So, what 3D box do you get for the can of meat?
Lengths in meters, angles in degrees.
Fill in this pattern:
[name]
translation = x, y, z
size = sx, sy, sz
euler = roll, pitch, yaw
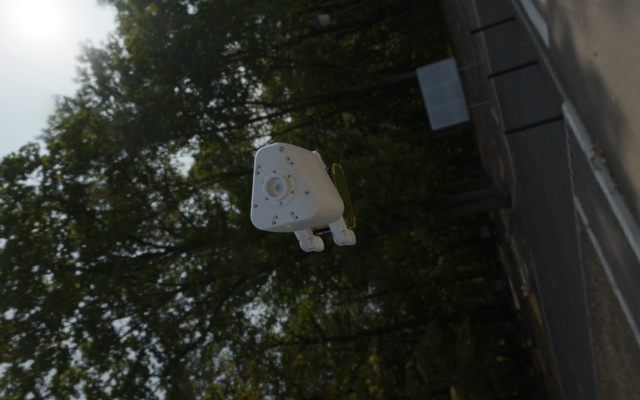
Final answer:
[can of meat]
translation = 0.000, 0.002, 0.740
size = 0.084, 0.102, 0.057
euler = -15, -2, 17
